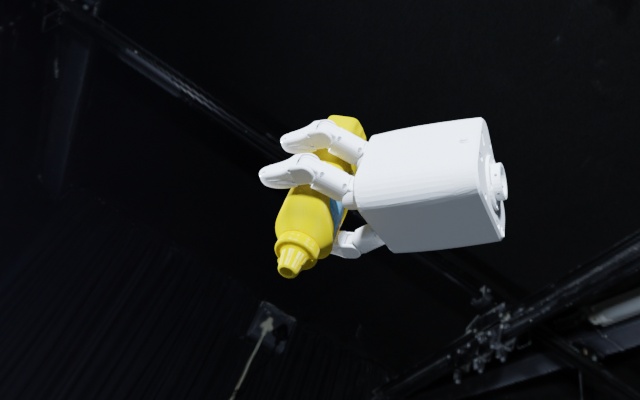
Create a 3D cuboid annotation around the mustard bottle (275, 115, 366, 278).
[{"bbox_3d":[0.000,0.001,0.488,0.058,0.096,0.191,12,44,13],"label":"mustard bottle"}]
